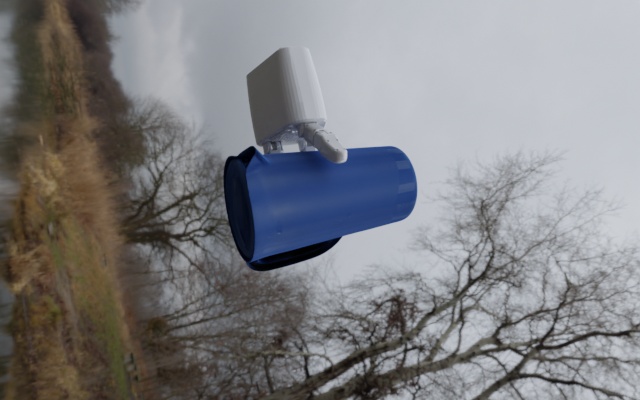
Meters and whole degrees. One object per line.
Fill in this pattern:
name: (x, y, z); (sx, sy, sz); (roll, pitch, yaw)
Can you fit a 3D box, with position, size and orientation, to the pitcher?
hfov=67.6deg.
pitcher: (0.000, 0.002, 0.637); (0.243, 0.145, 0.149); (-9, -9, -23)
